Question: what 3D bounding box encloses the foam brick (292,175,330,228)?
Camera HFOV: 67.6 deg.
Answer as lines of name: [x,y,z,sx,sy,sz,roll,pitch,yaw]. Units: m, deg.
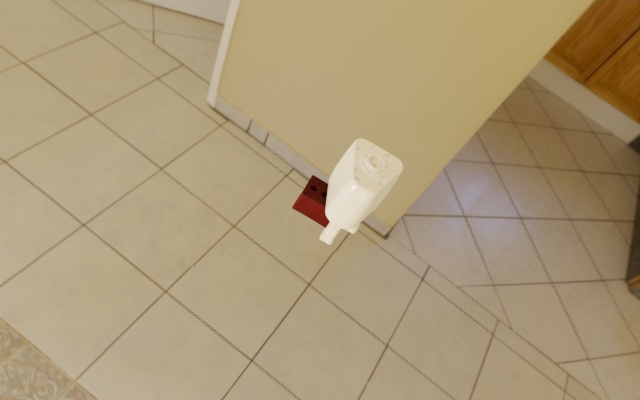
foam brick: [0.000,0.003,0.847,0.078,0.053,0.051,30,-40,-1]
